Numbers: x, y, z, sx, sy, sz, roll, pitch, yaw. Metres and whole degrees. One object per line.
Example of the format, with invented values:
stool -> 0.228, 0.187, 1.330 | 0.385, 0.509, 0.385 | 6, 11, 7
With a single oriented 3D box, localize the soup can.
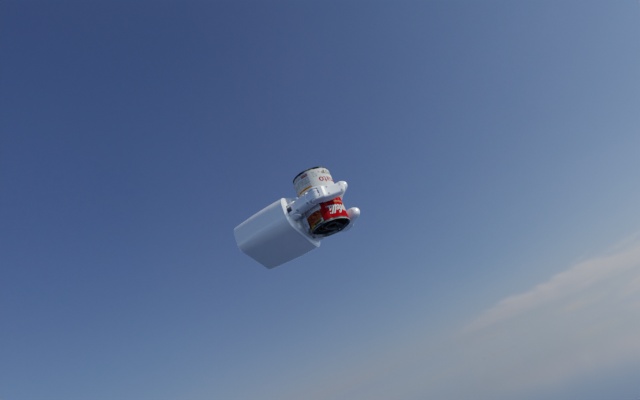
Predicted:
soup can -> 0.000, 0.002, 0.806 | 0.068, 0.102, 0.068 | -18, -24, -8
